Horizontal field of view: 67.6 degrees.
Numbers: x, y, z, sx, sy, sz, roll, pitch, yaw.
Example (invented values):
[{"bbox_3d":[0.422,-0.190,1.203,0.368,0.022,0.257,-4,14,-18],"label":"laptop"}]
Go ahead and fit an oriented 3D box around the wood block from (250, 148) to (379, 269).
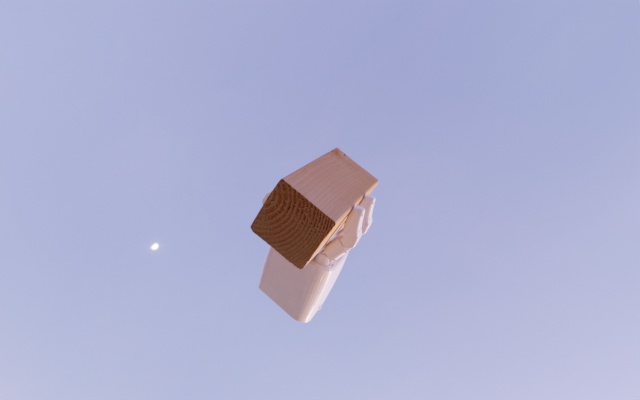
[{"bbox_3d":[0.000,0.002,0.689,0.091,0.090,0.206,38,26,6],"label":"wood block"}]
